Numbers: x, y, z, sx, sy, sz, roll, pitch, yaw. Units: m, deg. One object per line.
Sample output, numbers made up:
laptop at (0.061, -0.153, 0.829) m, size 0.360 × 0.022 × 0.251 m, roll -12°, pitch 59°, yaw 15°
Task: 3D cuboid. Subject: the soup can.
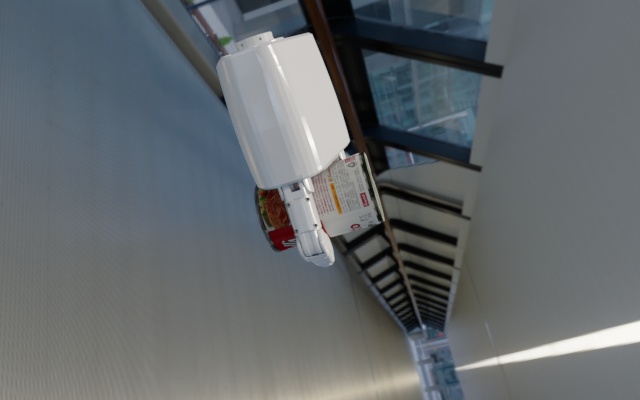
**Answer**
soup can at (0.000, 0.002, 0.434) m, size 0.102 × 0.068 × 0.068 m, roll -16°, pitch -3°, yaw 9°
